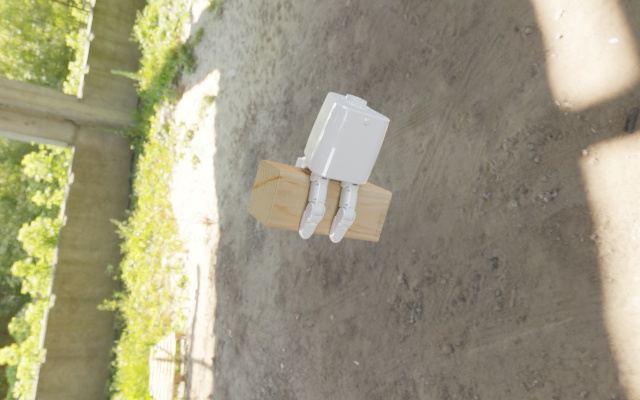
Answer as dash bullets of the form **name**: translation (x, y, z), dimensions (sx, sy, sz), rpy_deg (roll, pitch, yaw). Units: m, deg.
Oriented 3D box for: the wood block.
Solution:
- **wood block**: translation (0.000, 0.002, 0.779), dimensions (0.206, 0.090, 0.090), rpy_deg (10, 10, -29)
